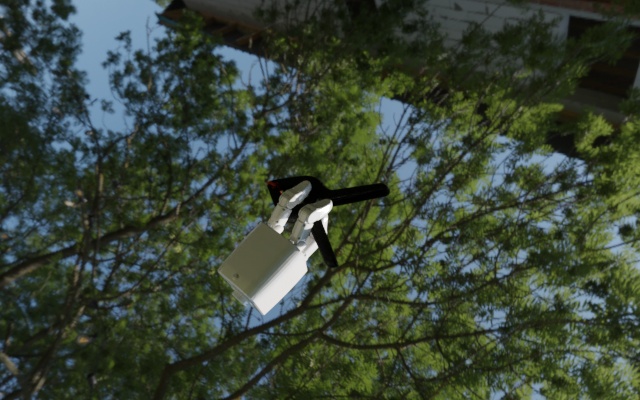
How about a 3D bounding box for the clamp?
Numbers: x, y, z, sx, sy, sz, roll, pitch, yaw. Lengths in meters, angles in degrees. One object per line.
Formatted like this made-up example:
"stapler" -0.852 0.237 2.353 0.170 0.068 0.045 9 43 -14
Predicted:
"clamp" 0.000 0.003 0.796 0.210 0.164 0.036 30 -23 35
